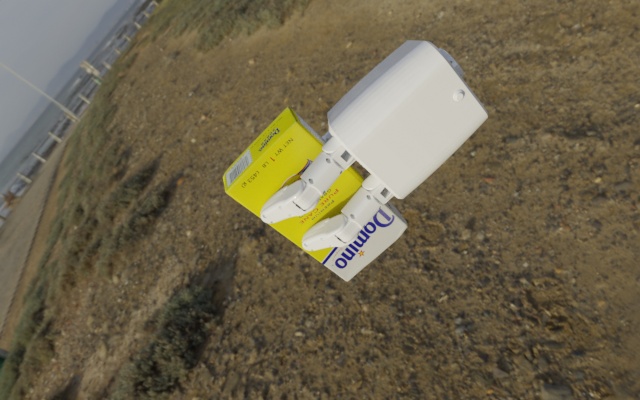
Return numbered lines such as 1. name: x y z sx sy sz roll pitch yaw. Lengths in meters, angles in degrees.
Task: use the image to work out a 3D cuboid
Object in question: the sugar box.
1. sugar box: 0.000 0.002 0.472 0.176 0.093 0.048 40 14 -30
